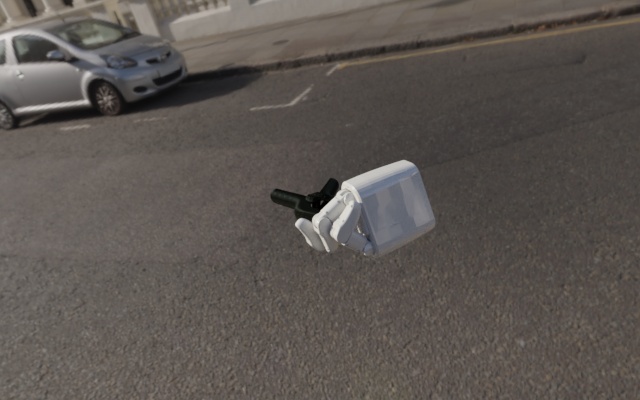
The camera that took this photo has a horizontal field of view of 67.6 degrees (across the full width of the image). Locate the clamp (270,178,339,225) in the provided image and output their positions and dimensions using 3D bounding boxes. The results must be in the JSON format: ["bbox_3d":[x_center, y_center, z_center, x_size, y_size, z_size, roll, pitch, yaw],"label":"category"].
[{"bbox_3d":[0.000,0.002,0.769,0.120,0.039,0.171,-21,28,-18],"label":"clamp"}]
